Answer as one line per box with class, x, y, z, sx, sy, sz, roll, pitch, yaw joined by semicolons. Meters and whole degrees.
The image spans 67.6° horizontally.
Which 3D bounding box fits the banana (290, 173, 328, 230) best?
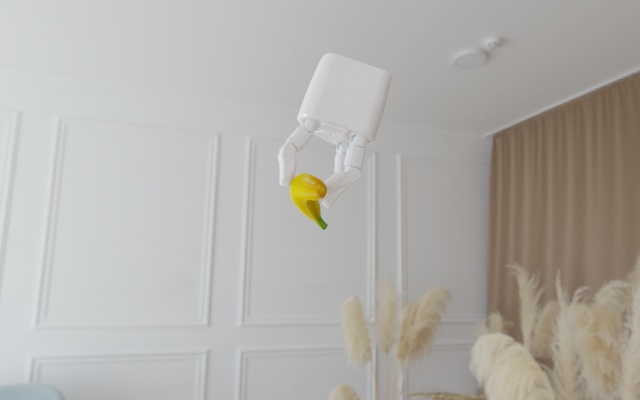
banana;-0.015;-0.007;0.693;0.069;0.037;0.198;34;-11;11
